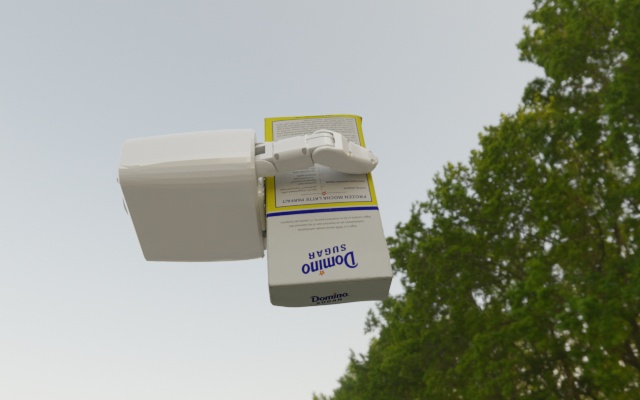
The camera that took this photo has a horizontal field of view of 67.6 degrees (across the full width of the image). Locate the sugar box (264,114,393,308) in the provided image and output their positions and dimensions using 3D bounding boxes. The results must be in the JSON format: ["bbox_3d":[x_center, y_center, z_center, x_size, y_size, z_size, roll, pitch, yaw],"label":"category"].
[{"bbox_3d":[0.000,0.002,0.408,0.093,0.176,0.048,-3,-35,-3],"label":"sugar box"}]
